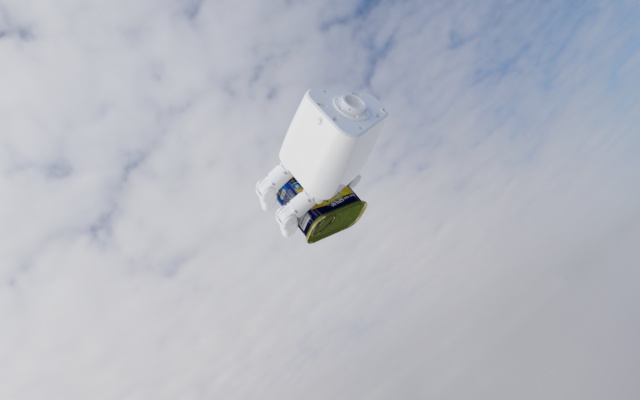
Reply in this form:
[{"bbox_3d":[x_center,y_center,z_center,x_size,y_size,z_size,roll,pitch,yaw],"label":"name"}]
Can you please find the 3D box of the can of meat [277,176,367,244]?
[{"bbox_3d":[0.000,0.002,0.677,0.102,0.084,0.057,-21,-30,-36],"label":"can of meat"}]
